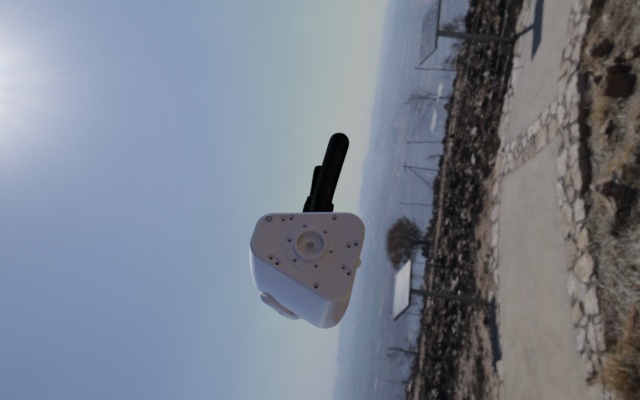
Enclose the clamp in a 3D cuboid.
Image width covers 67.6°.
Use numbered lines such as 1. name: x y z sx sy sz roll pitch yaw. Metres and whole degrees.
1. clamp: -0.001 0.002 0.591 0.039 0.171 0.120 11 -29 -3
